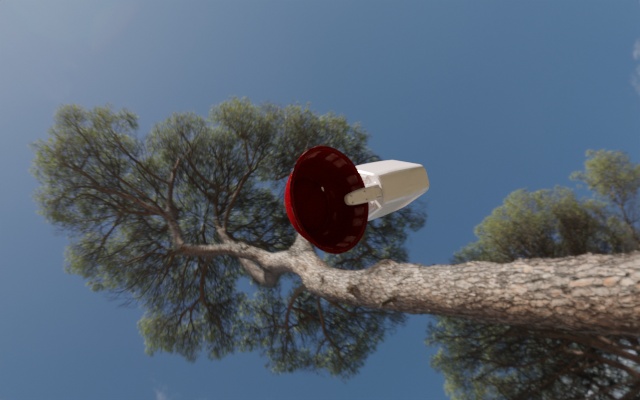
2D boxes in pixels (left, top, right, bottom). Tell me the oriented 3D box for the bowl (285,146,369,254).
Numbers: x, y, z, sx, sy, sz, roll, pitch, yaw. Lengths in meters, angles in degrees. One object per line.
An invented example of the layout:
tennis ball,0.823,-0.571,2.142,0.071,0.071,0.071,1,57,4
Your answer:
bowl,-0.001,0.002,0.720,0.162,0.162,0.055,0,-10,-44
